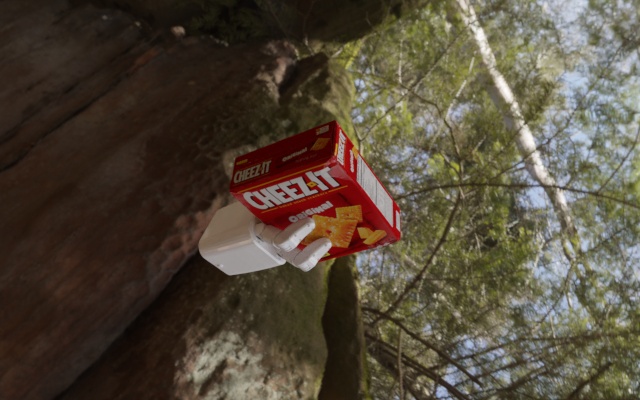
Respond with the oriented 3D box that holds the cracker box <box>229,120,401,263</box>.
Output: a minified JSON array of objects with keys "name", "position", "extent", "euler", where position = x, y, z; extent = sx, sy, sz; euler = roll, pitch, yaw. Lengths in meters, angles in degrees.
[{"name":"cracker box","position":[0.000,0.002,0.688],"extent":[0.164,0.072,0.214],"euler":[-17,-42,25]}]
